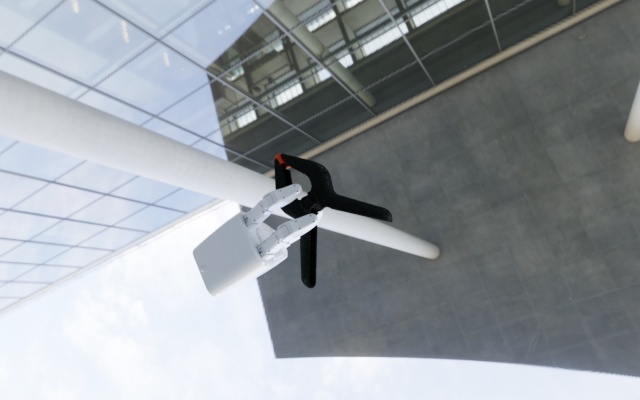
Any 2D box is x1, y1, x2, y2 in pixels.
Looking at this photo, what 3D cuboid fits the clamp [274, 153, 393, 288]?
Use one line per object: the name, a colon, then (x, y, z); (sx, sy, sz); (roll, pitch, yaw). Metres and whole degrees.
clamp: (0.000, 0.002, 0.721); (0.164, 0.210, 0.036); (-35, -24, 14)
